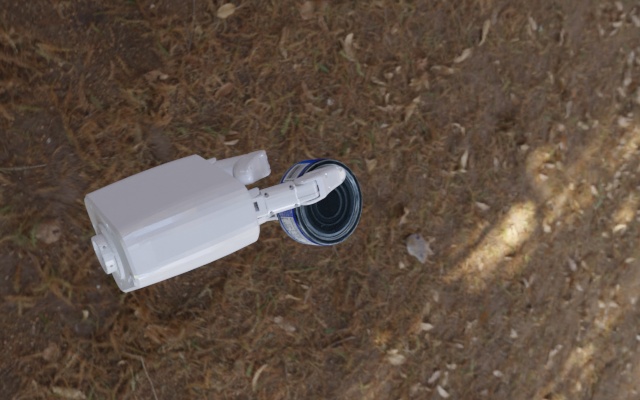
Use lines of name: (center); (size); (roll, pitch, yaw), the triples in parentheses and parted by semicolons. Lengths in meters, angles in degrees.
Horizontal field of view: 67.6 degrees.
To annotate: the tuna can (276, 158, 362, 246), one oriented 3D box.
tuna can: (0.000, 0.002, 0.469); (0.086, 0.086, 0.034); (0, 0, -37)
